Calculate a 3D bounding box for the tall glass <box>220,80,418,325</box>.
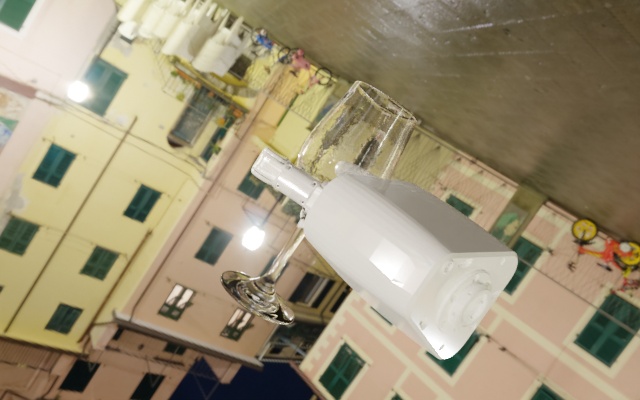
[{"bbox_3d":[0.000,0.002,0.403,0.079,0.201,0.079,33,5,-3],"label":"tall glass"}]
